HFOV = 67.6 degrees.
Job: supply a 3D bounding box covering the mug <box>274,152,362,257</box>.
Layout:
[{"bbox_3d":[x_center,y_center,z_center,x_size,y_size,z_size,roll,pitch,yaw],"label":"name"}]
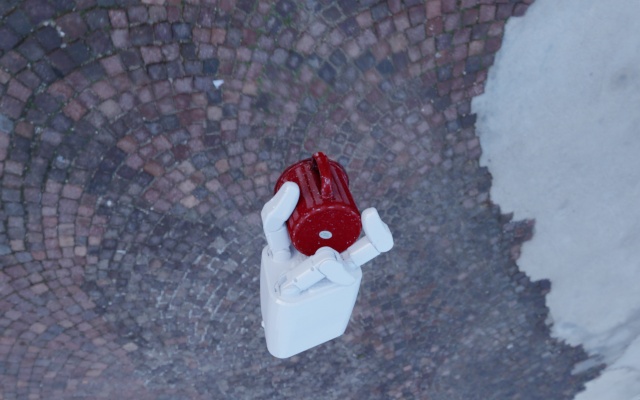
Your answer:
[{"bbox_3d":[0.000,0.001,0.537,0.093,0.117,0.081,-4,40,-14],"label":"mug"}]
